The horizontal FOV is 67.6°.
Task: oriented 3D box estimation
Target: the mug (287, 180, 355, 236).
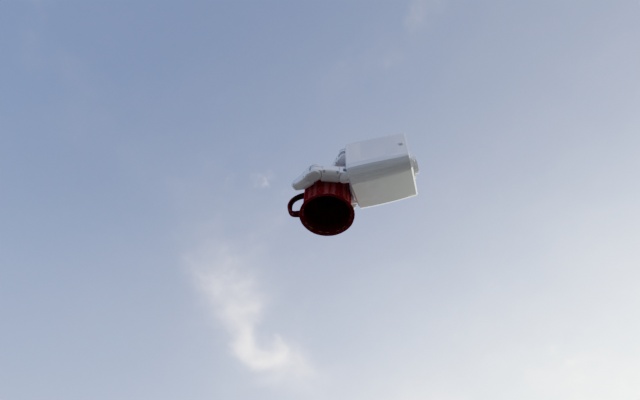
[{"bbox_3d":[-0.001,0.003,0.826,0.117,0.093,0.081,-11,37,10],"label":"mug"}]
